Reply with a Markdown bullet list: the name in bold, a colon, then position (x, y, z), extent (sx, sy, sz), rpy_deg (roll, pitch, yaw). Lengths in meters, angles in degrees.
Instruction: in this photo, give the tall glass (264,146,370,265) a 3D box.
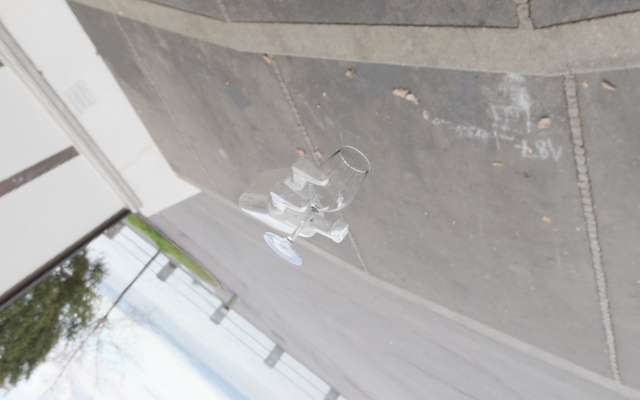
- **tall glass**: position (0.000, 0.003, 0.761), extent (0.079, 0.201, 0.079), rpy_deg (32, -23, 16)
